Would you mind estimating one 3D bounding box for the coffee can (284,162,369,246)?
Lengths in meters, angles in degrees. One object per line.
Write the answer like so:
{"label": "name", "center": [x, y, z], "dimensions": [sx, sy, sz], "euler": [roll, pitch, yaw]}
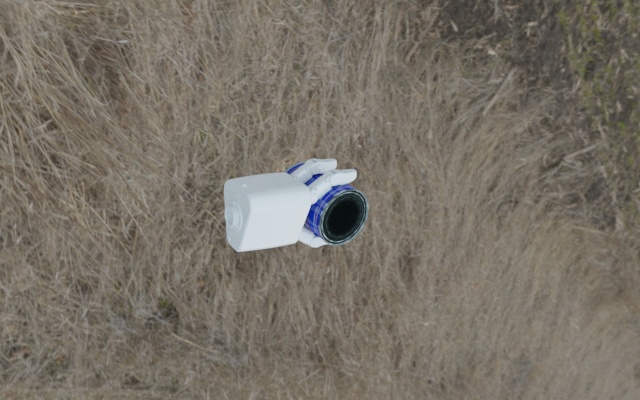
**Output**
{"label": "coffee can", "center": [0.000, 0.003, 0.833], "dimensions": [0.103, 0.103, 0.140], "euler": [0, 22, -38]}
